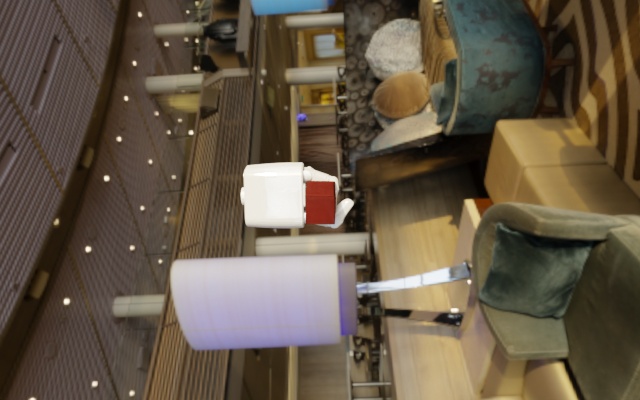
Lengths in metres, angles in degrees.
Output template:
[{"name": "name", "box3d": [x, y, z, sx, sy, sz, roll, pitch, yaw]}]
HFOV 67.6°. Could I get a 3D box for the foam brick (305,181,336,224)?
[{"name": "foam brick", "box3d": [0.000, 0.003, 0.824, 0.051, 0.053, 0.078, 1, 21, 0]}]
